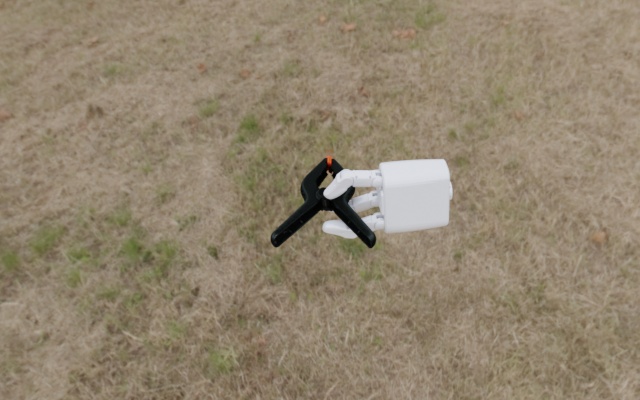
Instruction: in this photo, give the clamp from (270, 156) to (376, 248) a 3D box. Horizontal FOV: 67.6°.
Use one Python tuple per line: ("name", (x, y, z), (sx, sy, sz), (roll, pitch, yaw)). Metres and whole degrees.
("clamp", (0.000, 0.002, 0.804), (0.164, 0.036, 0.209), (-4, 44, 0))
